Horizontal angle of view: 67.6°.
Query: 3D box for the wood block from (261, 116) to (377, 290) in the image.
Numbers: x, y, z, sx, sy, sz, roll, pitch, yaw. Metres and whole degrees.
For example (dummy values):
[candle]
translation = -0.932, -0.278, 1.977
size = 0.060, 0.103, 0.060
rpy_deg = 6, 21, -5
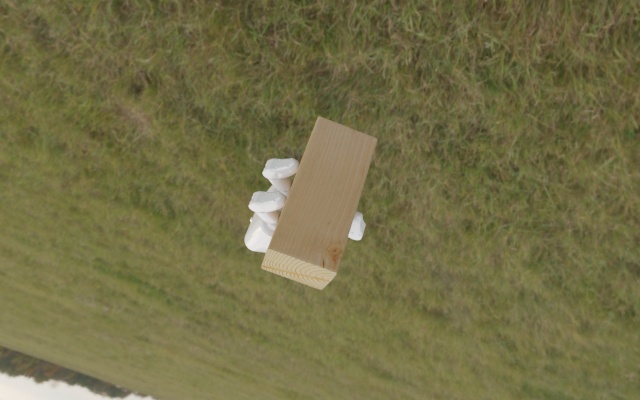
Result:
[wood block]
translation = 0.000, 0.003, 0.651
size = 0.091, 0.206, 0.090
rpy_deg = 21, -27, -4
